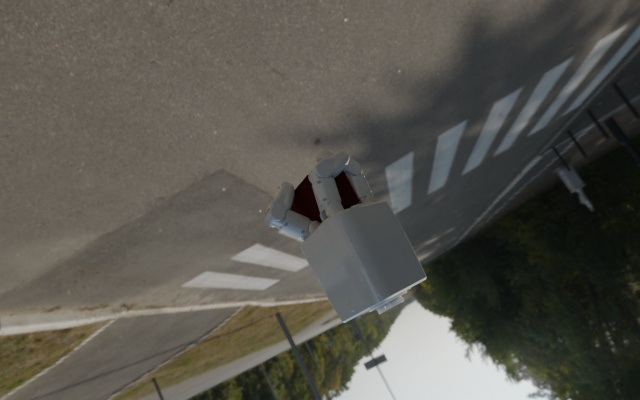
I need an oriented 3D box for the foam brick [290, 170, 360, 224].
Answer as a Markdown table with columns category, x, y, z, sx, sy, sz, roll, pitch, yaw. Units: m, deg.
| category | x | y | z | sx | sy | sz | roll | pitch | yaw |
| --- | --- | --- | --- | --- | --- | --- | --- | --- | --- |
| foam brick | 0.000 | 0.002 | 0.593 | 0.053 | 0.051 | 0.078 | -17 | -18 | -33 |
